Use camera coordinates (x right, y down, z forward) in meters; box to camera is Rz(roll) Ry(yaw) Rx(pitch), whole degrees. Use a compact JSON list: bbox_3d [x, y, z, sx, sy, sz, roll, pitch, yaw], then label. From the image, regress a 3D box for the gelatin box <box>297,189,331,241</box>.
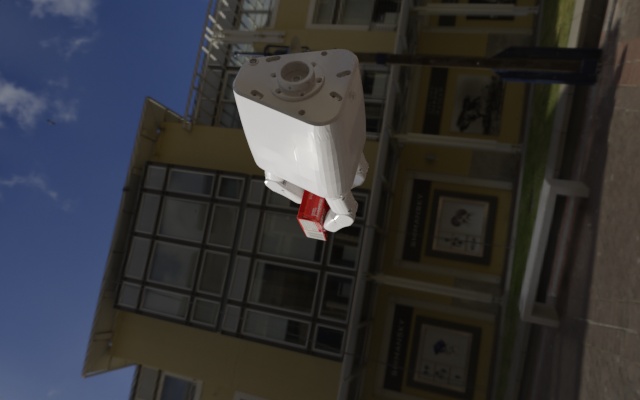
[{"bbox_3d":[0.000,0.002,0.577,0.030,0.073,0.089,12,-17,10],"label":"gelatin box"}]
